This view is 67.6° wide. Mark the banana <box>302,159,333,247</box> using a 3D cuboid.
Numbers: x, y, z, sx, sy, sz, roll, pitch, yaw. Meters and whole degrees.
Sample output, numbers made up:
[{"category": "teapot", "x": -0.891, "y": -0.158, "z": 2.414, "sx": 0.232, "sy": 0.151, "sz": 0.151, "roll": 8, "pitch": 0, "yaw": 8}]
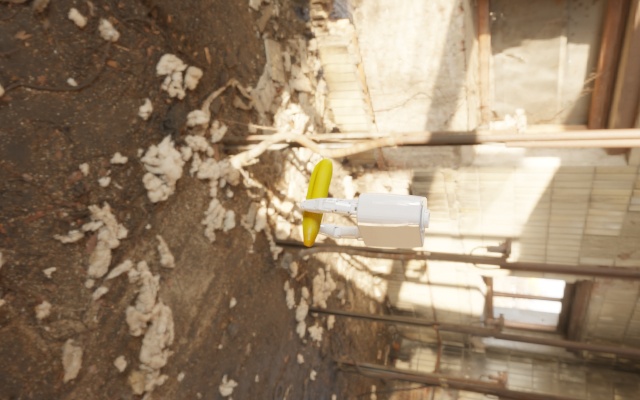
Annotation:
[{"category": "banana", "x": -0.002, "y": -0.012, "z": 0.878, "sx": 0.037, "sy": 0.197, "sz": 0.070, "roll": 4, "pitch": -39, "yaw": 14}]
